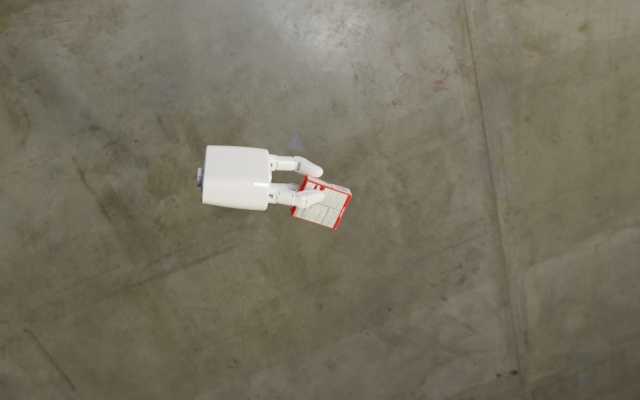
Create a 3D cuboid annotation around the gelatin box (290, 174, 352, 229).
[{"bbox_3d":[0.001,0.003,0.843,0.089,0.073,0.030,18,21,-16],"label":"gelatin box"}]
